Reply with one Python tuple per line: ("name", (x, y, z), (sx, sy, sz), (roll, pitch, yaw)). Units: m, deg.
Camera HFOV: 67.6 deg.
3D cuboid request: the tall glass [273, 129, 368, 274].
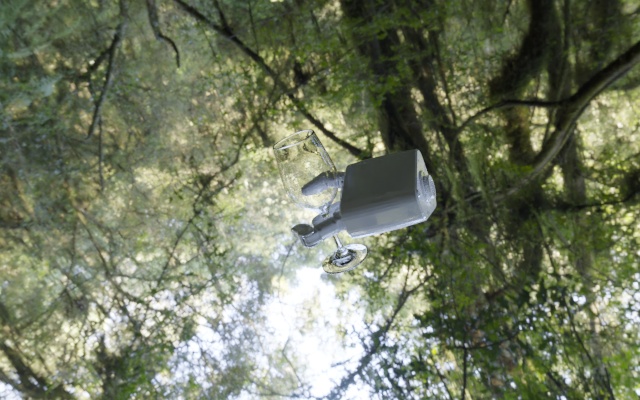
("tall glass", (0.000, 0.003, 0.681), (0.079, 0.201, 0.079), (-21, 21, 8))
